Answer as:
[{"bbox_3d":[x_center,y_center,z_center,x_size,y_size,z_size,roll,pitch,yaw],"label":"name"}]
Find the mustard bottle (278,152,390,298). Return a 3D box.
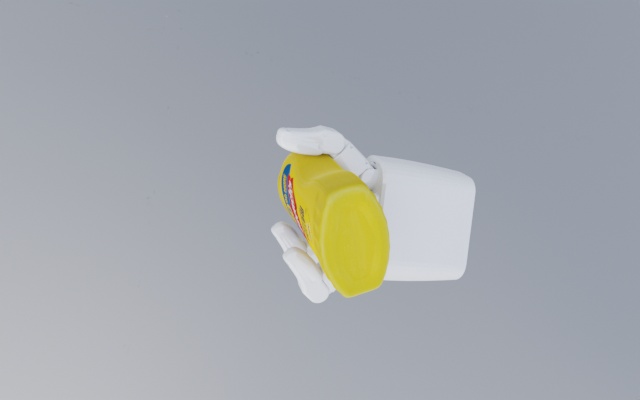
[{"bbox_3d":[0.000,0.002,0.443,0.058,0.096,0.191,-18,25,-11],"label":"mustard bottle"}]
